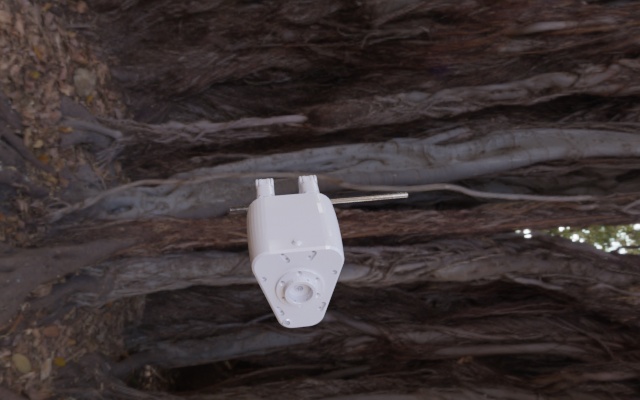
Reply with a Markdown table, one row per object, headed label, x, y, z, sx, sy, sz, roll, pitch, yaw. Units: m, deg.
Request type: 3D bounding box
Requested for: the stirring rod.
| label | x | y | z | sx | sy | sz | roll | pitch | yaw |
| --- | --- | --- | --- | --- | --- | --- | --- | --- | --- |
| stirring rod | 0.000 | 0.002 | 0.645 | 0.239 | 0.011 | 0.011 | -5 | 0 | -6 |
